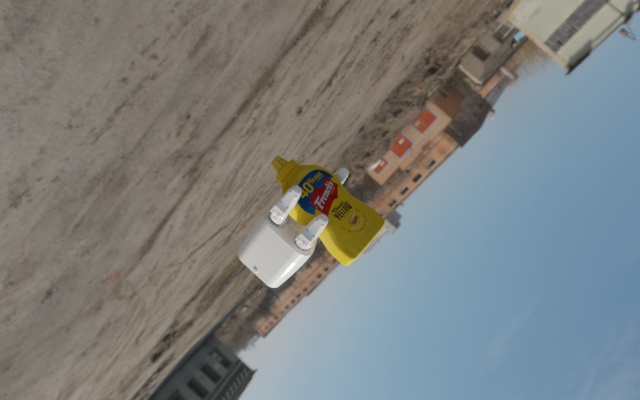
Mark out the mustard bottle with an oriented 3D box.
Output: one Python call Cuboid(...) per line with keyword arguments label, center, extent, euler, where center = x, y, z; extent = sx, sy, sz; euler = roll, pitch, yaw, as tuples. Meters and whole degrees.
Cuboid(label="mustard bottle", center=(0.000, 0.002, 0.725), extent=(0.096, 0.191, 0.058), euler=(-46, -3, -30))
